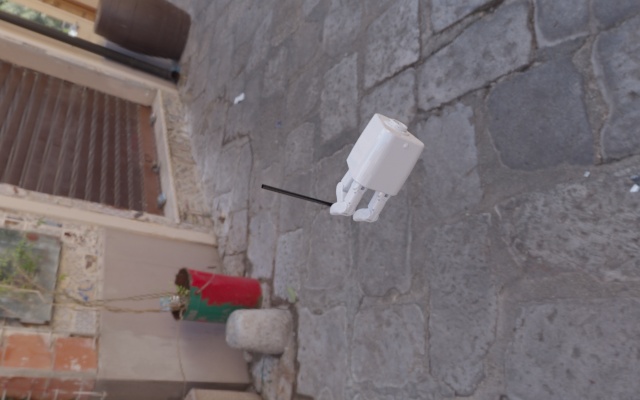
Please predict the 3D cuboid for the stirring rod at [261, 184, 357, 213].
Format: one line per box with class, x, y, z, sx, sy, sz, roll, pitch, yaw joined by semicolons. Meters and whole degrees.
stirring rod;0.000;0.003;0.880;0.239;0.011;0.011;15;-8;-31
